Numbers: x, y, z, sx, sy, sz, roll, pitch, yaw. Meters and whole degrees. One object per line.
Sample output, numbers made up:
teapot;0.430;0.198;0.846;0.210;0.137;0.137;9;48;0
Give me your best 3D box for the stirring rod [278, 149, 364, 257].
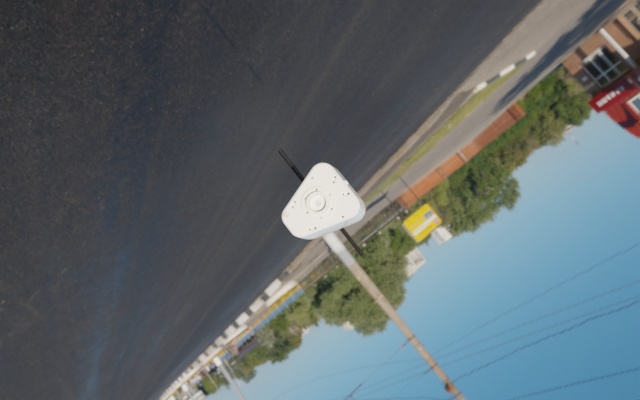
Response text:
stirring rod;0.000;0.003;0.850;0.011;0.239;0.011;-38;-8;-6
